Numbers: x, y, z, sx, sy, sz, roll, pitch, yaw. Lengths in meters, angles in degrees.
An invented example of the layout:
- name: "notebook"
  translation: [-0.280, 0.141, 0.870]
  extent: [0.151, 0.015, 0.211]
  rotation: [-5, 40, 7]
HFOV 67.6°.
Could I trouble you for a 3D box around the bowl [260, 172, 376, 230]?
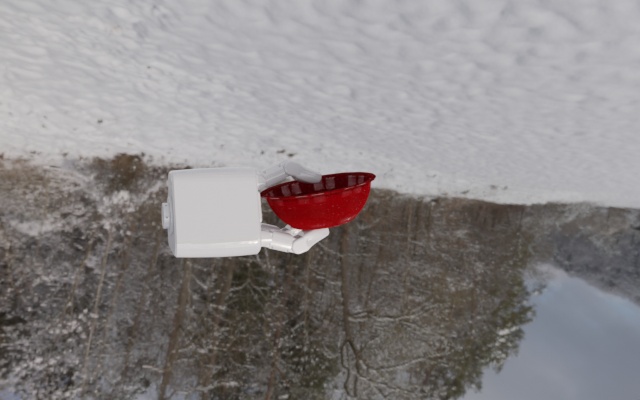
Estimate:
- name: "bowl"
  translation: [0.001, 0.002, 0.662]
  extent: [0.162, 0.055, 0.162]
  rotation: [-9, 11, 2]
